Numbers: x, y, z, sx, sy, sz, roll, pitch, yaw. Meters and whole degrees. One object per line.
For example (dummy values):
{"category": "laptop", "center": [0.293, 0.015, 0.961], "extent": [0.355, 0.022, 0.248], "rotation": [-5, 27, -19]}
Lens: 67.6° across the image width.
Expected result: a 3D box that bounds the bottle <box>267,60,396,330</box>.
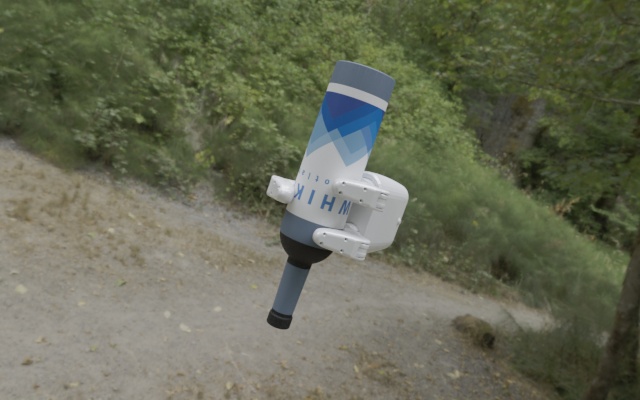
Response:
{"category": "bottle", "center": [0.000, 0.001, 0.523], "extent": [0.069, 0.296, 0.069], "rotation": [19, 7, -2]}
